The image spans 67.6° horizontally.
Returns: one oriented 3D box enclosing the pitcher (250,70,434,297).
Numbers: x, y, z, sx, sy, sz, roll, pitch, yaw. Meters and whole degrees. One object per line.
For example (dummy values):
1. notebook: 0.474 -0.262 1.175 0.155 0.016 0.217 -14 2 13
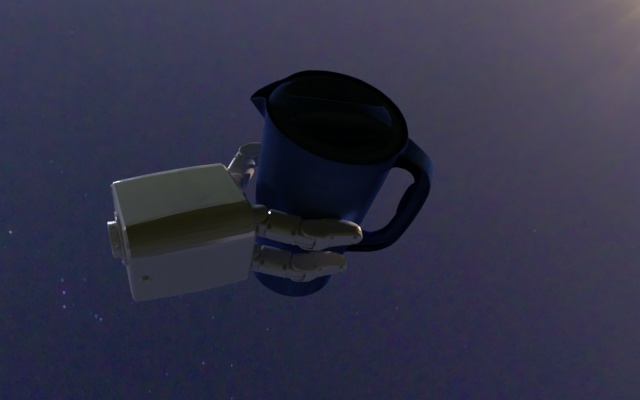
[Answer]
1. pitcher: 0.000 0.002 0.508 0.145 0.149 0.243 -12 -37 -26
